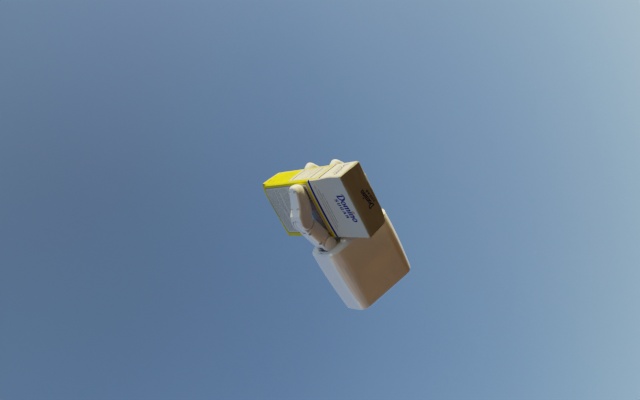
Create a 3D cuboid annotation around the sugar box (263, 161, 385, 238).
[{"bbox_3d":[0.000,0.002,0.656,0.176,0.093,0.048,-4,30,48],"label":"sugar box"}]
